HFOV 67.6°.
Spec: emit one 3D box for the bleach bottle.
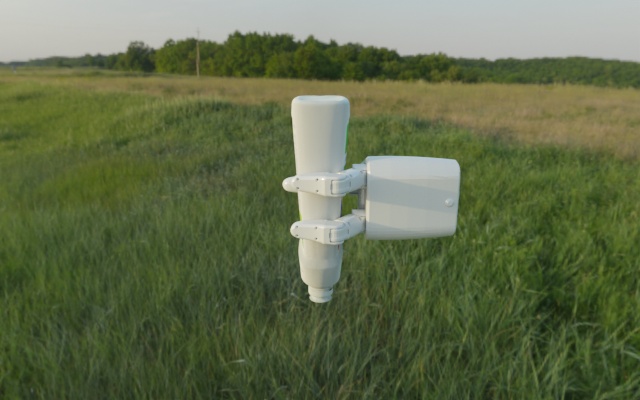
[{"bbox_3d":[0.000,0.002,0.587,0.068,0.251,0.102,0,16,0],"label":"bleach bottle"}]
